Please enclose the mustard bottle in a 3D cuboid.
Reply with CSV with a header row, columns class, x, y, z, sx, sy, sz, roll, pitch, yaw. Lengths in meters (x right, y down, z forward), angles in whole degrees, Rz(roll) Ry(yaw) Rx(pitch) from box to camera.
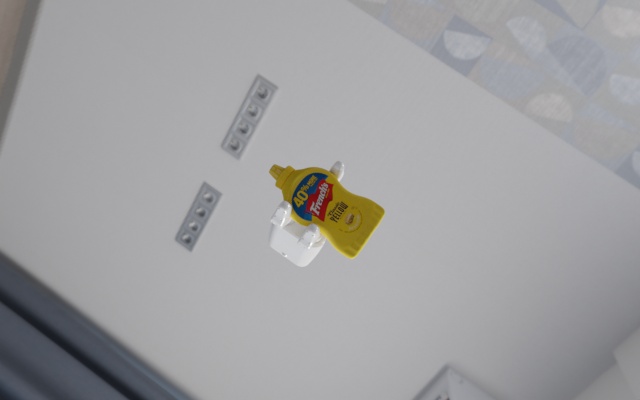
class,x,y,z,sx,sy,sz,roll,pitch,yaw
mustard bottle,0.000,0.003,0.760,0.191,0.096,0.058,35,-7,5
